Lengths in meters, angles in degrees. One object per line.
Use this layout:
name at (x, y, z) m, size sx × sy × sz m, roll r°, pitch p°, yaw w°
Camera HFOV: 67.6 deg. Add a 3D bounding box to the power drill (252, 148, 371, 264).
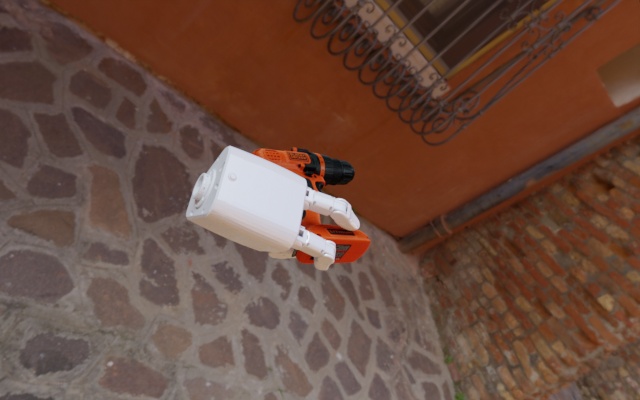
power drill at (0.000, 0.003, 0.696) m, size 0.184 × 0.187 × 0.057 m, roll 2°, pitch -44°, yaw -34°
